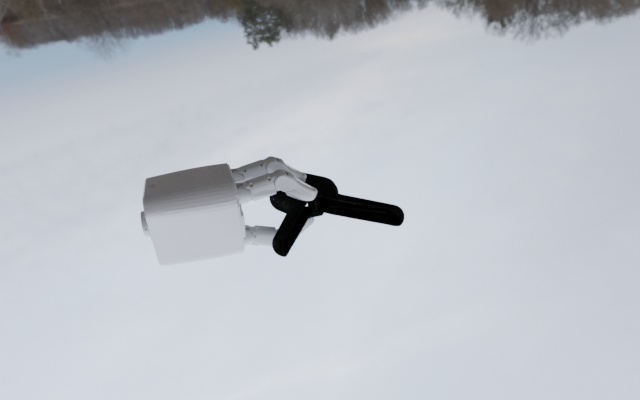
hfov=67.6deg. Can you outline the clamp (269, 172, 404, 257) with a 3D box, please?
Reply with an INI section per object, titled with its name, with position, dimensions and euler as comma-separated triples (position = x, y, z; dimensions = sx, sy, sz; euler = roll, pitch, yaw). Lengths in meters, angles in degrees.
[clamp]
position = 0.000, 0.003, 0.626
dimensions = 0.164, 0.036, 0.210
euler = -9, 25, -14
